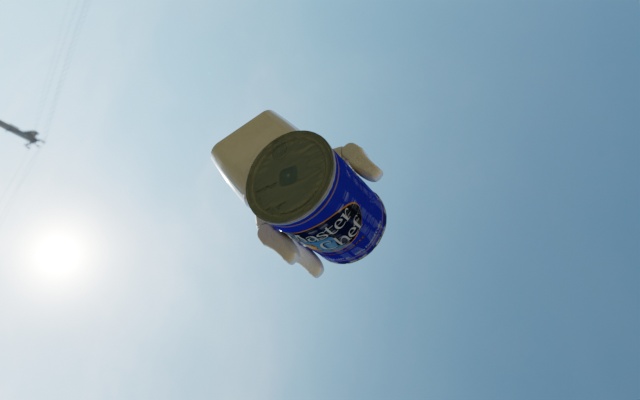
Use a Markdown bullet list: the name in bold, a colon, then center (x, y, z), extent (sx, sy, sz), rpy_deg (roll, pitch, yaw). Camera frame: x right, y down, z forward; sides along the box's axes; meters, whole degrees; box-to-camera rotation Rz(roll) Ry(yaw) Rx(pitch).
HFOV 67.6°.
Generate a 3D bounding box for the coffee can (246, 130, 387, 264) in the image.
- **coffee can**: center (0.000, 0.002, 0.527), extent (0.103, 0.102, 0.140), rpy_deg (0, -23, 31)
